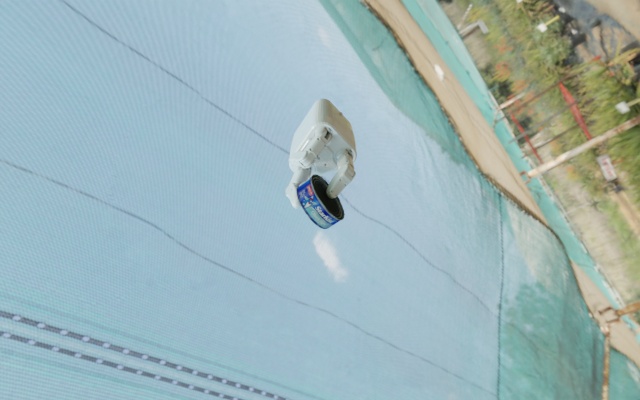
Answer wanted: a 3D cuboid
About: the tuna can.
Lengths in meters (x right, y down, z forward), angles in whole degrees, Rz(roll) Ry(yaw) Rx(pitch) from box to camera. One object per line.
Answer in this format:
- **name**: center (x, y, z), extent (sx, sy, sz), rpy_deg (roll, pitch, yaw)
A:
- **tuna can**: center (0.000, 0.003, 0.764), extent (0.034, 0.086, 0.086), rpy_deg (-34, -13, 19)
